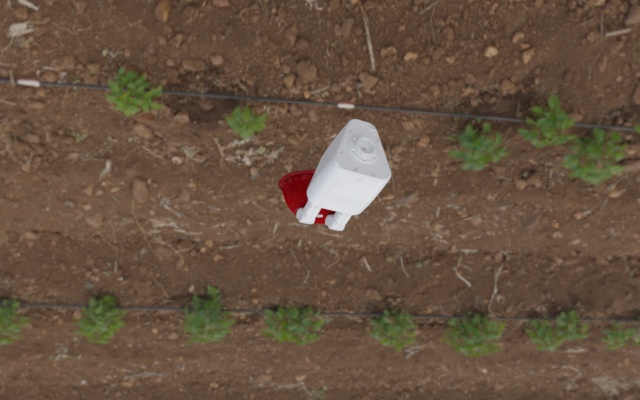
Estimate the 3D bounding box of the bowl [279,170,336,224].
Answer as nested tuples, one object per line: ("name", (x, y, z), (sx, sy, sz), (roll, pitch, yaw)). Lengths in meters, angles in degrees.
("bowl", (0.000, 0.004, 0.871), (0.162, 0.055, 0.162), (6, -21, 2))
